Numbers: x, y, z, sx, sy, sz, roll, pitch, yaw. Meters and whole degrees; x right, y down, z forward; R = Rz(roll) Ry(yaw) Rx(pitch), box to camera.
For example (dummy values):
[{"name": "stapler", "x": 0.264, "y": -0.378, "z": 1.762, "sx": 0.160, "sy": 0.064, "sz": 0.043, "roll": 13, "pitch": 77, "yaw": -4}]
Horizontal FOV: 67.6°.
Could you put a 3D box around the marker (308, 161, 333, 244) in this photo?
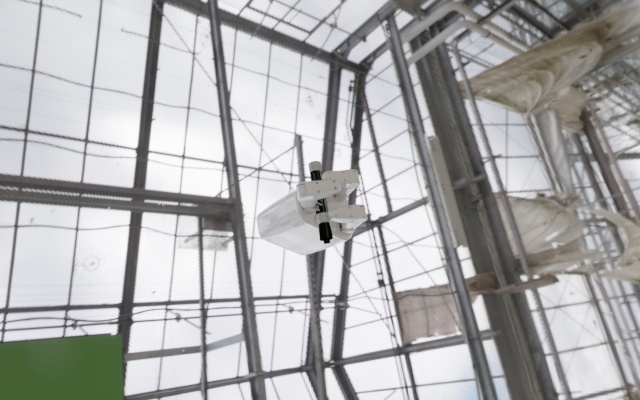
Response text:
[{"name": "marker", "x": 0.000, "y": 0.002, "z": 0.672, "sx": 0.020, "sy": 0.121, "sz": 0.020, "roll": -8, "pitch": -19, "yaw": -3}]
